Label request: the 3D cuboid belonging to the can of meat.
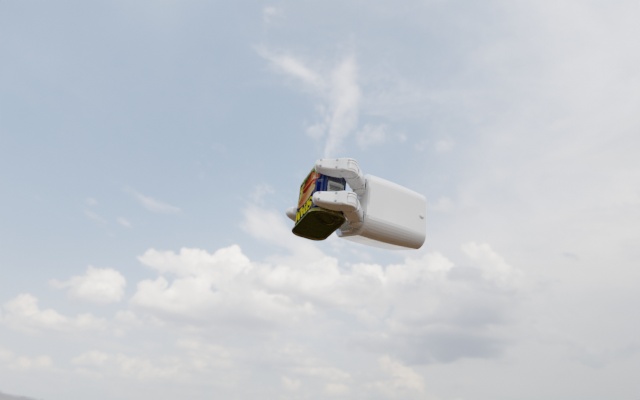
[{"bbox_3d":[0.000,0.002,0.720,0.057,0.084,0.102,16,-30,-16],"label":"can of meat"}]
